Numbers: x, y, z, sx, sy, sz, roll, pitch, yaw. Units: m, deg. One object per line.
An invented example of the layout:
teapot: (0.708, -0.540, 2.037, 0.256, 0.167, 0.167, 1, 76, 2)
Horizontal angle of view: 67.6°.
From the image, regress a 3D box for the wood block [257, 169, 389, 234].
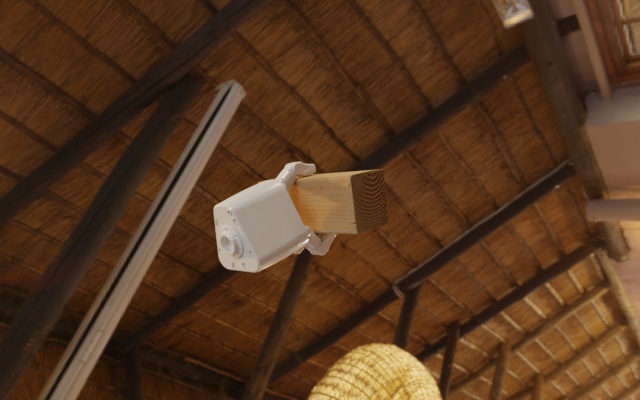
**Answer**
wood block: (0.000, 0.002, 0.795, 0.206, 0.091, 0.090, -1, 8, 41)
